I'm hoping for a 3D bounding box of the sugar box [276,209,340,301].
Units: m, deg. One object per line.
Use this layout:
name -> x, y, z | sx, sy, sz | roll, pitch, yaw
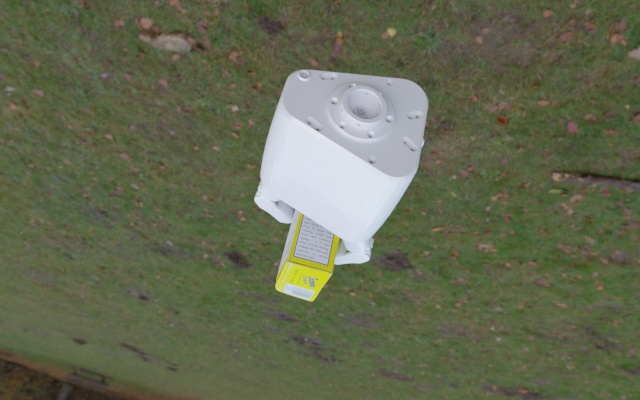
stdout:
sugar box -> 0.001, 0.002, 0.476 | 0.048, 0.176, 0.093 | 18, -28, -4
